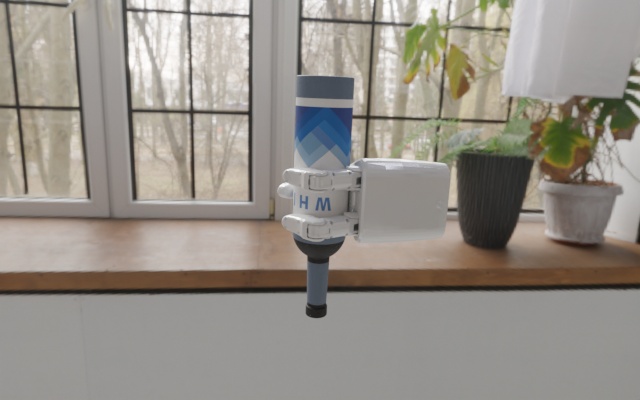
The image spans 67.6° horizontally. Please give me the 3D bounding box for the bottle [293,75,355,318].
[{"bbox_3d":[0.000,0.002,0.578,0.069,0.296,0.069,2,13,-1],"label":"bottle"}]
